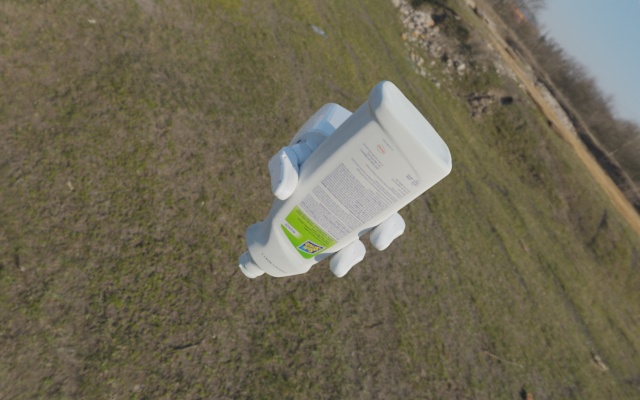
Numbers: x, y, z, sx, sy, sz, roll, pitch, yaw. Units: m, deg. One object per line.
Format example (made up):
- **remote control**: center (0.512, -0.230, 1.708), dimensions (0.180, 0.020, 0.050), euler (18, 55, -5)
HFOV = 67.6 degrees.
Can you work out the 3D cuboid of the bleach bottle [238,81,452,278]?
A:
- **bleach bottle**: center (0.000, 0.002, 0.476), dimensions (0.251, 0.102, 0.068), euler (-38, 15, 29)
